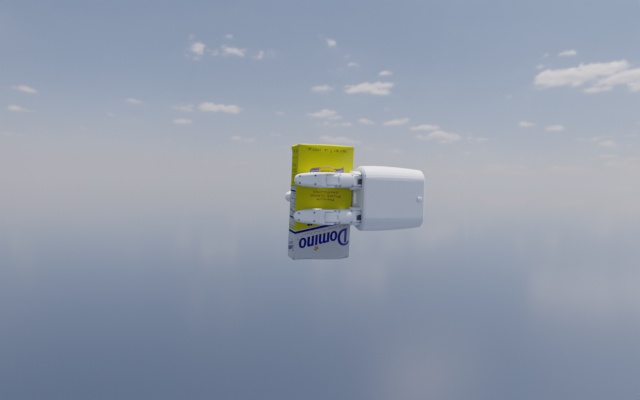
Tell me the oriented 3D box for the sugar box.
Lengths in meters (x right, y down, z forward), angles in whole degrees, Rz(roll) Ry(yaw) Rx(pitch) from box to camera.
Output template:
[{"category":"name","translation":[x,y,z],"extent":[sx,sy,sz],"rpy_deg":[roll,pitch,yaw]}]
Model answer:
[{"category":"sugar box","translation":[0.000,0.002,0.742],"extent":[0.093,0.176,0.048],"rpy_deg":[0,2,-18]}]
